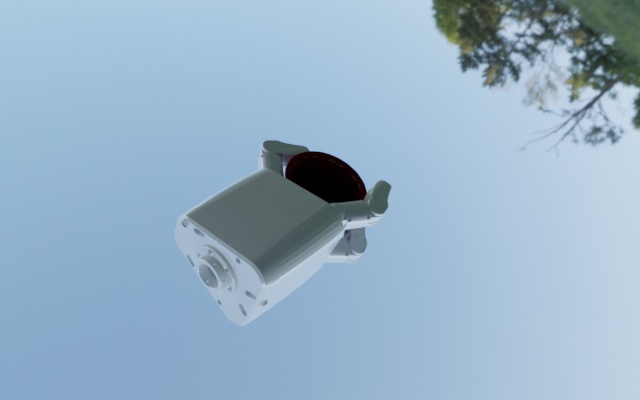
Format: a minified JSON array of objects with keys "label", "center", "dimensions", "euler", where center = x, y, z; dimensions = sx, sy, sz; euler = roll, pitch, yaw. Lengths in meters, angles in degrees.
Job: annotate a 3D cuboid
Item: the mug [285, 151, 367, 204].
[{"label":"mug","center":[0.001,0.001,0.537],"dimensions":[0.117,0.093,0.081],"euler":[-33,-19,-43]}]
